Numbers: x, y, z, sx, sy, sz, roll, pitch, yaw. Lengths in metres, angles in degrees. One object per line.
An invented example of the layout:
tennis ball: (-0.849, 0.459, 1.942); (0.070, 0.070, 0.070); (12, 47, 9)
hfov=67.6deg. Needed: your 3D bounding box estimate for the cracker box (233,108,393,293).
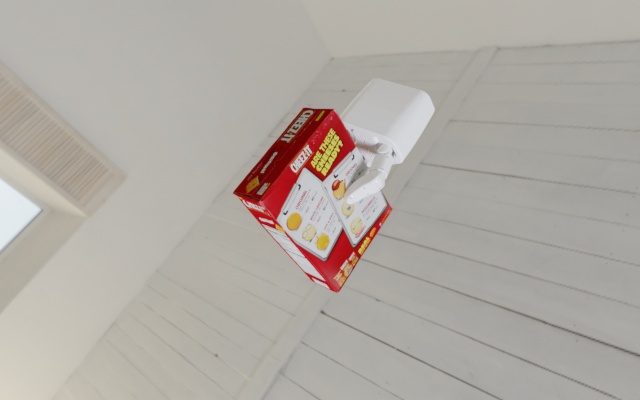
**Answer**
cracker box: (0.000, 0.002, 0.678); (0.072, 0.164, 0.214); (14, -30, 45)
